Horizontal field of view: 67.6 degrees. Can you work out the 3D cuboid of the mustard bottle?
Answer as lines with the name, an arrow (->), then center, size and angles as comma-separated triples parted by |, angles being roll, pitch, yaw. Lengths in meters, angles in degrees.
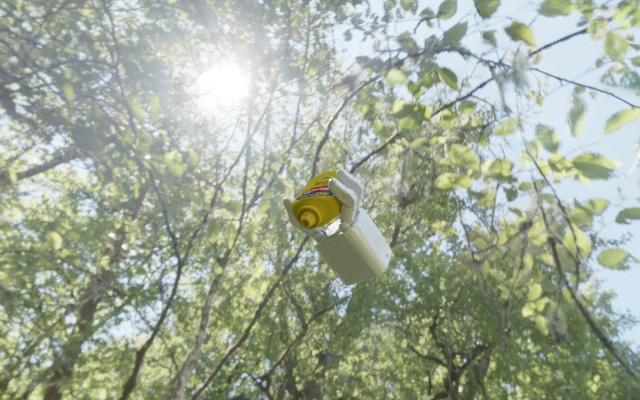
mustard bottle -> 0.000, 0.002, 0.878 | 0.096, 0.058, 0.191 | -7, 21, 20
